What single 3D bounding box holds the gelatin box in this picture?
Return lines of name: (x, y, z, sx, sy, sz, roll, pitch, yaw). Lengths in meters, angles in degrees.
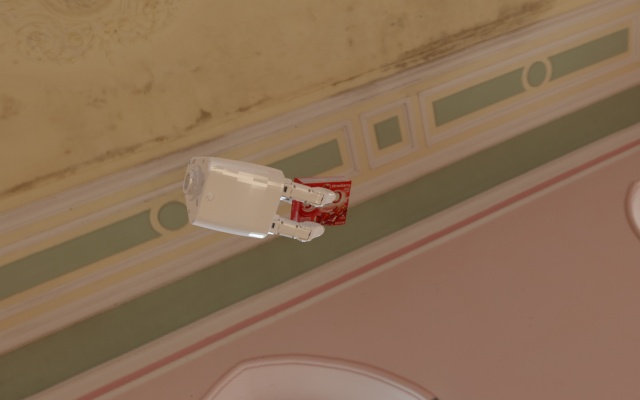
gelatin box: (0.000, 0.002, 0.730, 0.089, 0.073, 0.030, -4, 22, -30)
